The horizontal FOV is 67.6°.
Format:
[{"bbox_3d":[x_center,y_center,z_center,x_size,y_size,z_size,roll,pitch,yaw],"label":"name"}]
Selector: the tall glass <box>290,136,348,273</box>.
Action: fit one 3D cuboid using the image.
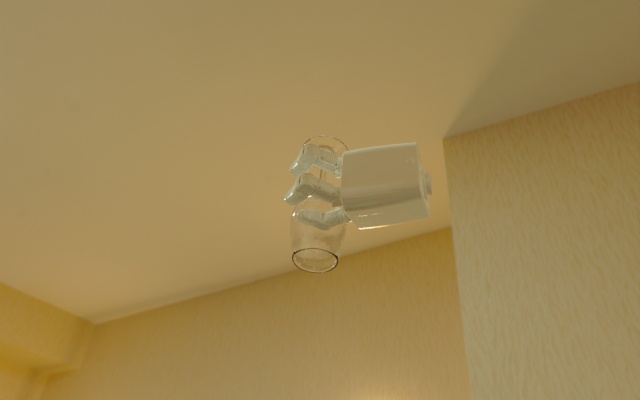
[{"bbox_3d":[0.000,0.002,0.689,0.079,0.200,0.079,3,-38,3],"label":"tall glass"}]
